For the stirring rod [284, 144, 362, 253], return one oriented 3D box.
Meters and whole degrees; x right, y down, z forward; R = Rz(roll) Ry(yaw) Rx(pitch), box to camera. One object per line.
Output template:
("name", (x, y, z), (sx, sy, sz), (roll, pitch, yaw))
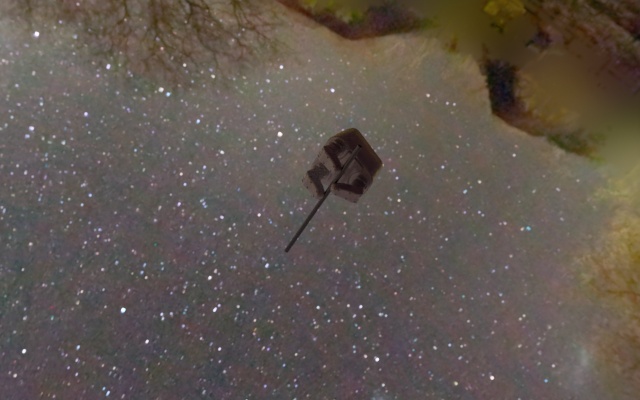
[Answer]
("stirring rod", (0.000, 0.003, 0.803), (0.011, 0.240, 0.011), (27, 28, -16))
